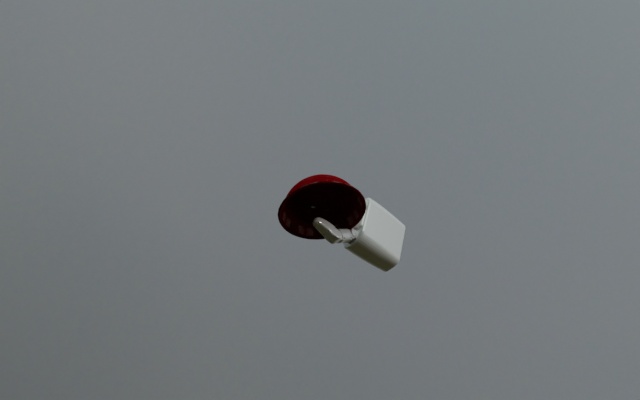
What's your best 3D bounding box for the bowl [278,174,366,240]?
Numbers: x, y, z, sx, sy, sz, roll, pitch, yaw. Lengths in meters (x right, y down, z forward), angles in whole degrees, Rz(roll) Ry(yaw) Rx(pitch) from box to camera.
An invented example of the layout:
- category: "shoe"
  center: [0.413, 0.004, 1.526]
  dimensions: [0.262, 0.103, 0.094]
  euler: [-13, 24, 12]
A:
- category: "bowl"
  center: [-0.001, 0.002, 0.879]
  dimensions: [0.162, 0.055, 0.162]
  euler: [-6, -40, -5]
